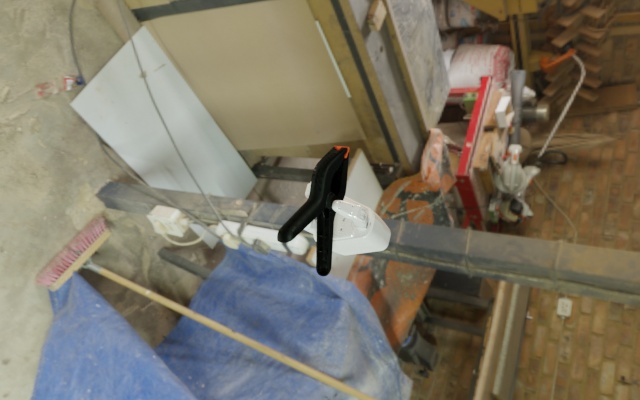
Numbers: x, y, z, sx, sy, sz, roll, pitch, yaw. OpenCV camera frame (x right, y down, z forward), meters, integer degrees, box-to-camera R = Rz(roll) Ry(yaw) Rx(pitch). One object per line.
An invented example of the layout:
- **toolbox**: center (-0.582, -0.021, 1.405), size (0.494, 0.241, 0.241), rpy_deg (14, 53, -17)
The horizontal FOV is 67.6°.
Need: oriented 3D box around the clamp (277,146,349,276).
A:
- **clamp**: center (0.001, 0.002, 0.749), size (0.036, 0.210, 0.165), rpy_deg (9, -15, 27)
